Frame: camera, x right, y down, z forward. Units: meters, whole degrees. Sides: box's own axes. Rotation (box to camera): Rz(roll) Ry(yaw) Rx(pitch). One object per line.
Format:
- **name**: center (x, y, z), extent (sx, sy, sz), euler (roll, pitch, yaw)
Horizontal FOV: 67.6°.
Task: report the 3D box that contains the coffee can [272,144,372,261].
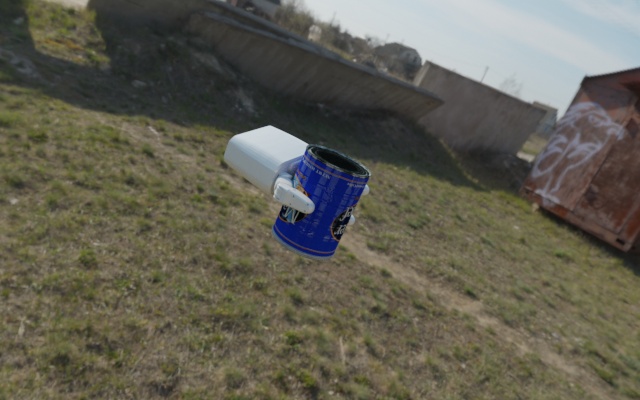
- **coffee can**: center (0.000, 0.003, 0.705), extent (0.103, 0.140, 0.102), euler (22, 18, -7)
